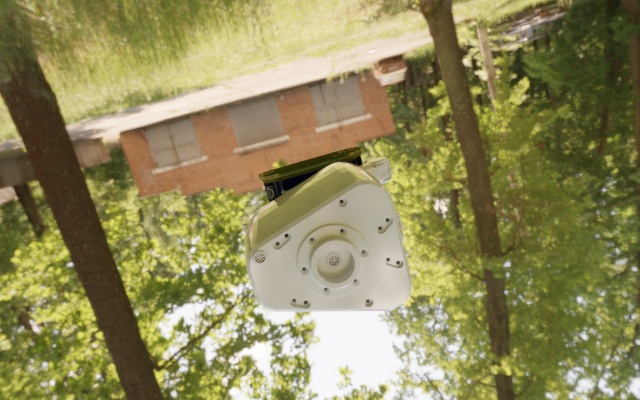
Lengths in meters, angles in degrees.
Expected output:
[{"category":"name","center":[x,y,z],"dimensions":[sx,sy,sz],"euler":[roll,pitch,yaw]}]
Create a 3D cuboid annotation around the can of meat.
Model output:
[{"category":"can of meat","center":[0.000,0.002,0.468],"dimensions":[0.102,0.084,0.057],"euler":[-17,10,-8]}]
